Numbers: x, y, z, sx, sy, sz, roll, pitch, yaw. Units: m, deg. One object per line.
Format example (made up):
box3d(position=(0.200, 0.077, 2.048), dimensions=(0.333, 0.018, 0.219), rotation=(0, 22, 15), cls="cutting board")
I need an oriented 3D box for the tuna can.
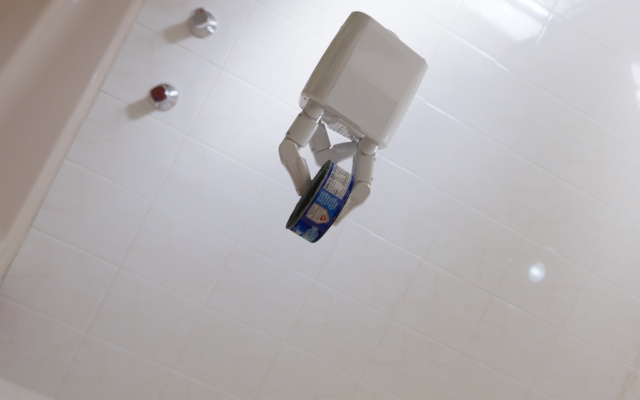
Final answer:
box3d(position=(0.001, 0.002, 0.502), dimensions=(0.034, 0.086, 0.086), rotation=(33, -5, -8), cls="tuna can")
